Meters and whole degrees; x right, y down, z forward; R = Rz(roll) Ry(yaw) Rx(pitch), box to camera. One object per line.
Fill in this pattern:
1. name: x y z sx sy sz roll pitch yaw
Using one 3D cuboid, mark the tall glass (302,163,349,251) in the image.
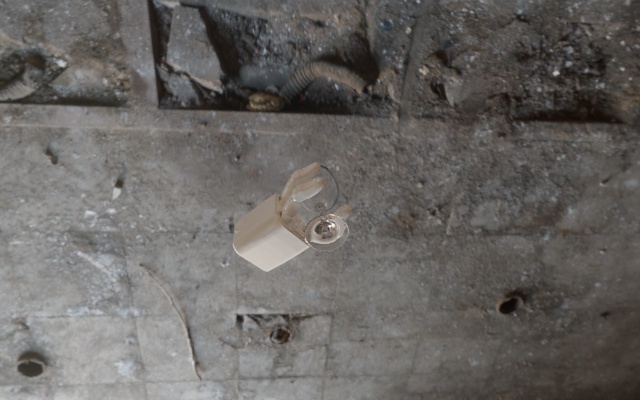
1. tall glass: 0.000 0.003 0.870 0.079 0.079 0.201 0 31 -6
